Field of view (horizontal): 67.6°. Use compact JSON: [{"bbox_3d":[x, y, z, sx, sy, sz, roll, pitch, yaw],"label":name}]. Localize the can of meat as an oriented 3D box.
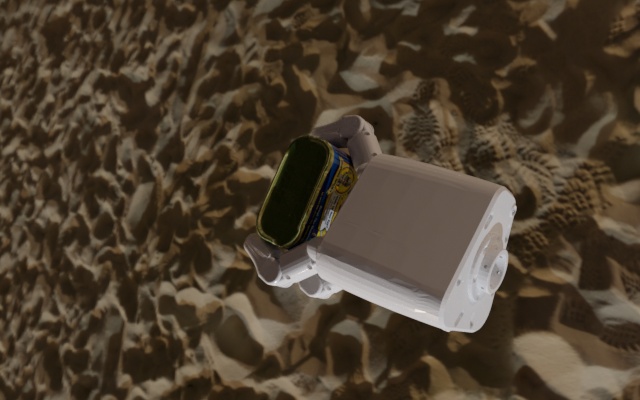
[{"bbox_3d":[0.000,0.001,0.427,0.057,0.102,0.084,22,-1,39],"label":"can of meat"}]
